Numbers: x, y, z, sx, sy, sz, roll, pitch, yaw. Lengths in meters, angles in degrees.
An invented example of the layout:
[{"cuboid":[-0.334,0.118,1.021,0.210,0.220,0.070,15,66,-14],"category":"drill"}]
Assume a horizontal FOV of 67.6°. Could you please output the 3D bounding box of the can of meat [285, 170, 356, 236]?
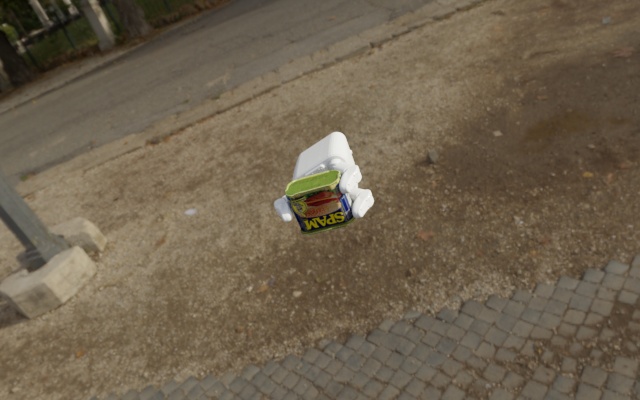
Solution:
[{"cuboid":[0.000,0.002,0.804,0.102,0.084,0.057,-15,30,14],"category":"can of meat"}]
